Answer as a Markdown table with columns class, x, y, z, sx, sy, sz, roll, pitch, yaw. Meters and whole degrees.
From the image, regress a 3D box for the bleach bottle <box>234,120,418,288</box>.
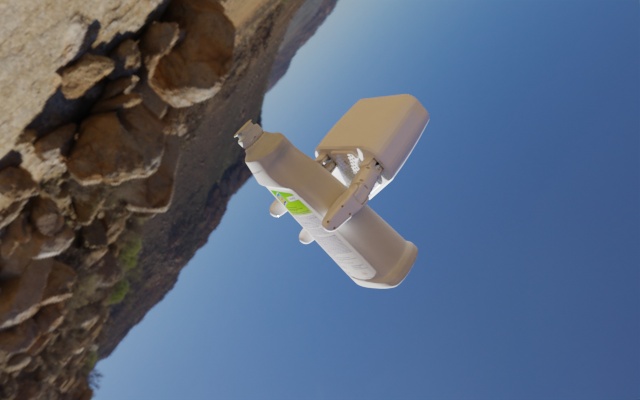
| class | x | y | z | sx | sy | sz | roll | pitch | yaw |
| --- | --- | --- | --- | --- | --- | --- | --- | --- | --- |
| bleach bottle | 0.000 | 0.002 | 0.571 | 0.251 | 0.068 | 0.102 | 45 | -26 | -17 |
